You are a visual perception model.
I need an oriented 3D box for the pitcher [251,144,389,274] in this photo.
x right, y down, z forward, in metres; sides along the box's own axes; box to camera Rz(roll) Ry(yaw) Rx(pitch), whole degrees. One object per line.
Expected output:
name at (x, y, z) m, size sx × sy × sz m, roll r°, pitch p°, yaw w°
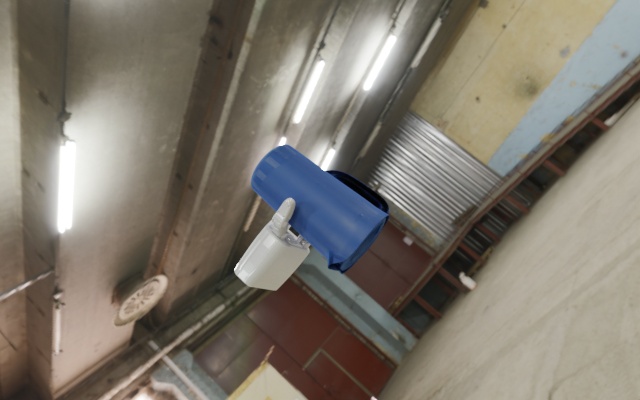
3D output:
pitcher at (0.000, 0.003, 0.871) m, size 0.243 × 0.145 × 0.149 m, roll 40°, pitch 9°, yaw 14°
